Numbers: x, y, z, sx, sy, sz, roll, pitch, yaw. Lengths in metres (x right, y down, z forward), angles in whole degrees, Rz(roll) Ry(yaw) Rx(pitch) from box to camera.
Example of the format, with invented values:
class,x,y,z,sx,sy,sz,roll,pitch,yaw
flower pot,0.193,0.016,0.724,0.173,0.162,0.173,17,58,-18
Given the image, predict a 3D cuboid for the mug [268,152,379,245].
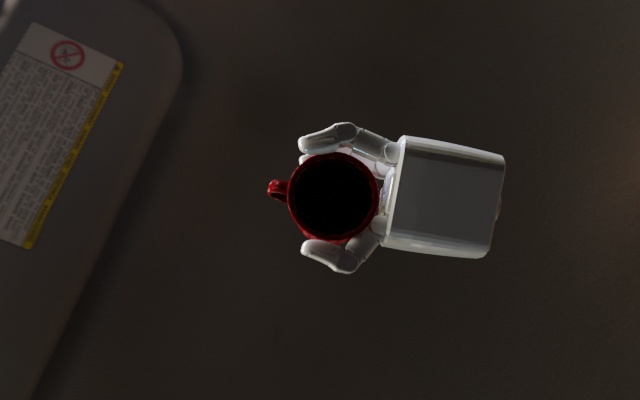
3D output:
class,x,y,z,sx,sy,sz,roll,pitch,yaw
mug,-0.001,0.002,0.519,0.117,0.093,0.081,11,-13,1
